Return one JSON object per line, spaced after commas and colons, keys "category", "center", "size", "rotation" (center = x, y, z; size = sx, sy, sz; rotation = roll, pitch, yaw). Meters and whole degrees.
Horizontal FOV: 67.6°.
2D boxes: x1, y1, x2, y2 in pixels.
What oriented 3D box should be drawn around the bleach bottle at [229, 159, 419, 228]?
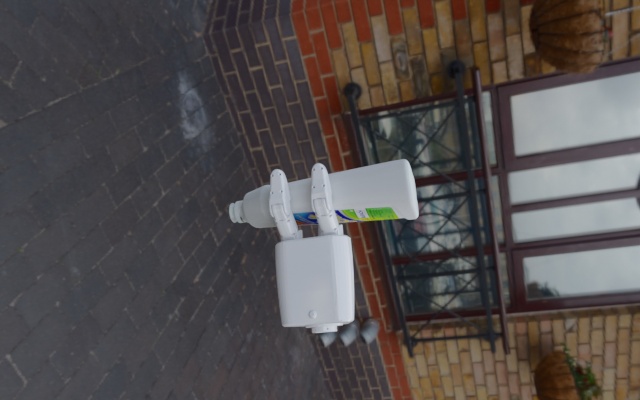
{"category": "bleach bottle", "center": [0.000, 0.002, 0.647], "size": [0.251, 0.068, 0.102], "rotation": [-8, -18, 15]}
